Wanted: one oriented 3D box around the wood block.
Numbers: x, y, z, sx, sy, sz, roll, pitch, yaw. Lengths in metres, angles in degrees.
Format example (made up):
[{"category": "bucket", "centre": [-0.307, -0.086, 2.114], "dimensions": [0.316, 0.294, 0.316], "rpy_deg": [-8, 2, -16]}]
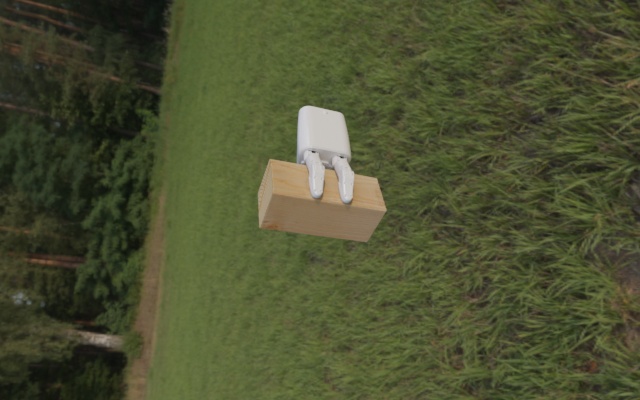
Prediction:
[{"category": "wood block", "centre": [0.000, 0.003, 0.856], "dimensions": [0.206, 0.090, 0.091], "rpy_deg": [9, -47, -19]}]
